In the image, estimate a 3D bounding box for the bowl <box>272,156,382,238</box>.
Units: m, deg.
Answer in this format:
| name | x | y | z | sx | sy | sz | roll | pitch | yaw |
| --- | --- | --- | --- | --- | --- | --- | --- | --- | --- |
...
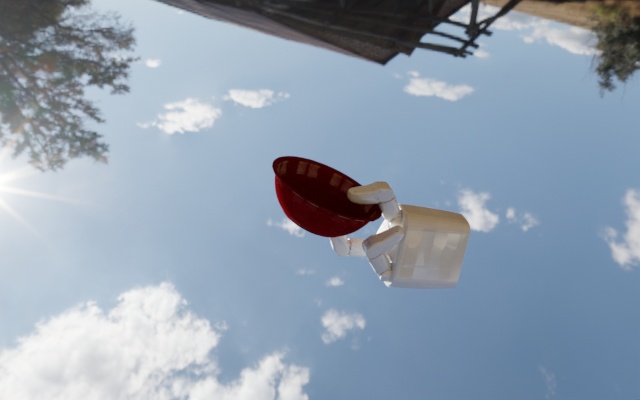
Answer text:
| name | x | y | z | sx | sy | sz | roll | pitch | yaw |
| --- | --- | --- | --- | --- | --- | --- | --- | --- | --- |
| bowl | -0.001 | 0.002 | 0.650 | 0.162 | 0.055 | 0.162 | 23 | 22 | -10 |
